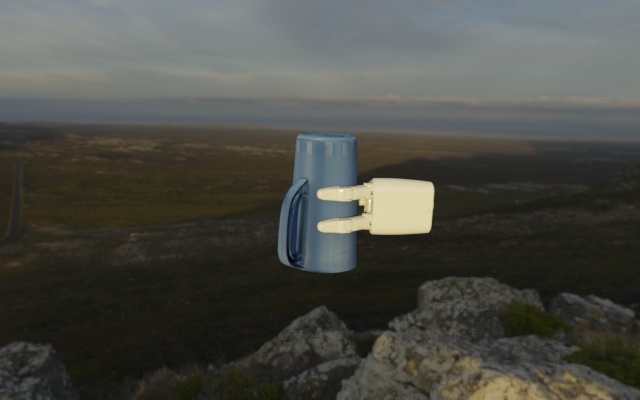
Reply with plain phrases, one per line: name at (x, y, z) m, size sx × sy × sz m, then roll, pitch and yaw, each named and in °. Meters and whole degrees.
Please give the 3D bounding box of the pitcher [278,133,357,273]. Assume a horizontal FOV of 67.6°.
pitcher at (0.000, 0.003, 0.858) m, size 0.145 × 0.243 × 0.149 m, roll 2°, pitch 11°, yaw -3°
